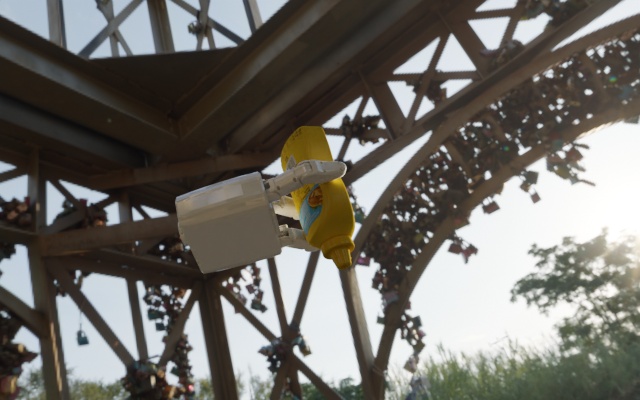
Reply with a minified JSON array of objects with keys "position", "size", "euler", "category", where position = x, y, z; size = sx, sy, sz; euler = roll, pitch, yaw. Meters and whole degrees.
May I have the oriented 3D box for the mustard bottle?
[{"position":[0.000,0.002,0.621],"size":[0.058,0.191,0.096],"euler":[-2,-35,-27],"category":"mustard bottle"}]
